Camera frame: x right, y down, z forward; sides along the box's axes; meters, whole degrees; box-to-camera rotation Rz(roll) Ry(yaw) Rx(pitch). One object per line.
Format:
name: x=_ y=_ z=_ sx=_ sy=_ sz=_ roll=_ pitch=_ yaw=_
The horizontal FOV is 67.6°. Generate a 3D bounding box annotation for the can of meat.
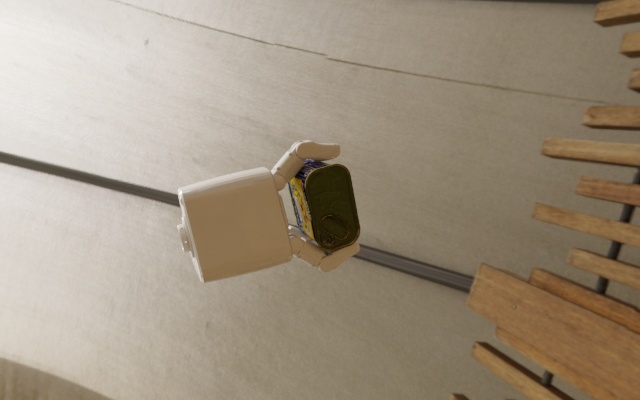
can of meat: x=0.000 y=0.002 z=0.589 sx=0.057 sy=0.102 sz=0.084 roll=-17 pitch=17 yaw=-19
